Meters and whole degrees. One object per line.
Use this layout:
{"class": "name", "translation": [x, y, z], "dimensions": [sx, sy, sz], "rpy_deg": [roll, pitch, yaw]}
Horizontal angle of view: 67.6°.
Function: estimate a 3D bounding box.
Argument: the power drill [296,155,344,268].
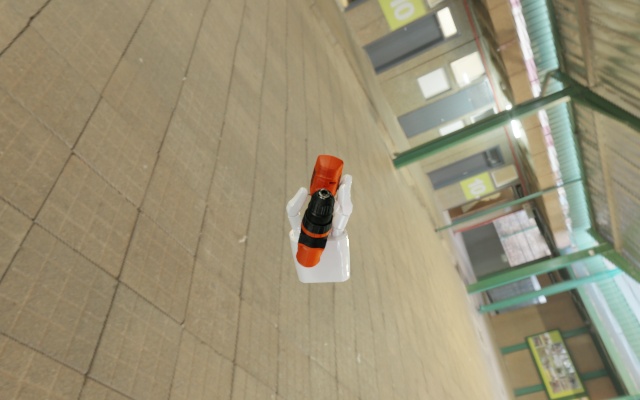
{"class": "power drill", "translation": [0.000, 0.003, 0.867], "dimensions": [0.057, 0.187, 0.185], "rpy_deg": [16, -45, -1]}
